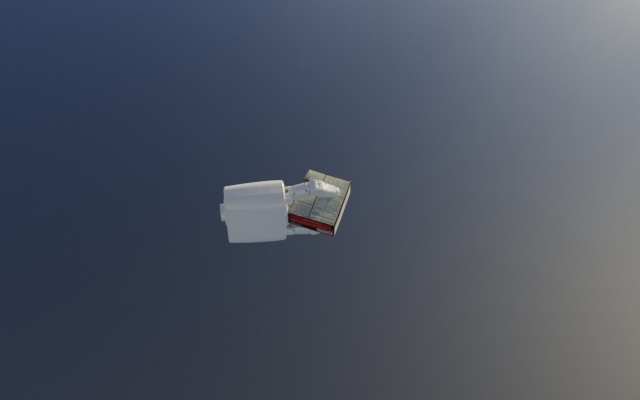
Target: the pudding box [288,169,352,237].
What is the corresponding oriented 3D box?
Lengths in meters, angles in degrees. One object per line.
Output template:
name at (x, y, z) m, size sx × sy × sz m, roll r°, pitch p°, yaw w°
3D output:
pudding box at (0.000, 0.003, 0.882) m, size 0.090 × 0.113 × 0.039 m, roll 17°, pitch -33°, yaw 8°
